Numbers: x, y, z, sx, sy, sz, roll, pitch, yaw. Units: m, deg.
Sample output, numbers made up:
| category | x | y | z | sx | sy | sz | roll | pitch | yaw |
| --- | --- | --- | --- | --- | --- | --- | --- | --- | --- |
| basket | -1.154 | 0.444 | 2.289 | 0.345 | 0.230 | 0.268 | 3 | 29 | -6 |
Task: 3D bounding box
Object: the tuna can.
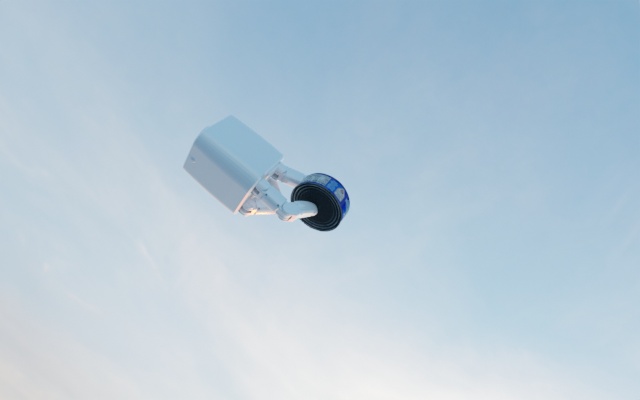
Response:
| category | x | y | z | sx | sy | sz | roll | pitch | yaw |
| --- | --- | --- | --- | --- | --- | --- | --- | --- | --- |
| tuna can | 0.000 | 0.002 | 0.713 | 0.086 | 0.086 | 0.033 | 0 | 32 | 33 |
